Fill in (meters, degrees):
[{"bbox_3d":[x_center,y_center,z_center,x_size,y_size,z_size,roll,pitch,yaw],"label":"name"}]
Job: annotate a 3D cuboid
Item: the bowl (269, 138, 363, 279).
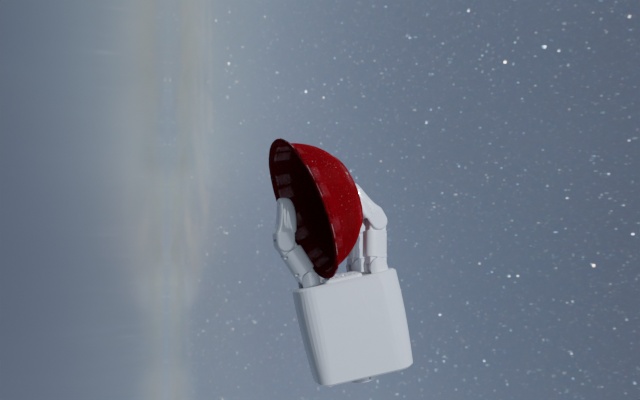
[{"bbox_3d":[0.000,0.000,0.528,0.055,0.162,0.162,-22,8,-20],"label":"bowl"}]
